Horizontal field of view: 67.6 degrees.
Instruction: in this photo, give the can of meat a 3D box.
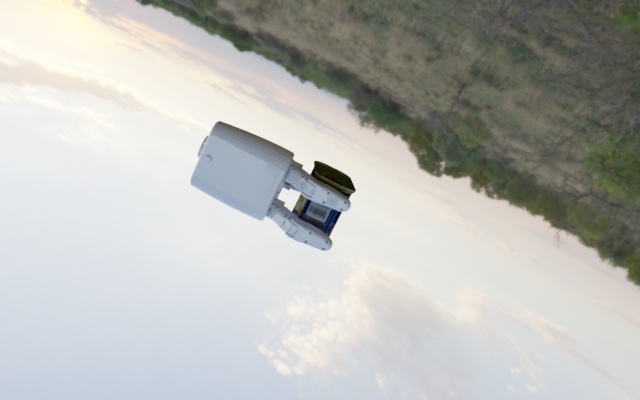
[{"bbox_3d":[0.000,0.002,0.635,0.057,0.084,0.102,25,13,-9],"label":"can of meat"}]
